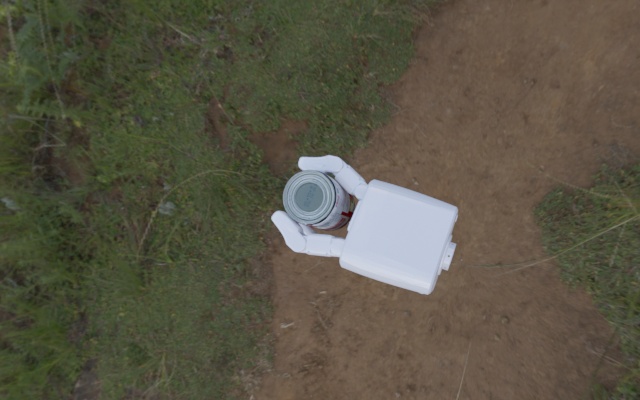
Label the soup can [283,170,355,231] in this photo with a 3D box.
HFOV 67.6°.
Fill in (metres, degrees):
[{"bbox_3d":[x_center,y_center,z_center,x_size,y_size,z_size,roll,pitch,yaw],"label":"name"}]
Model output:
[{"bbox_3d":[0.000,0.002,0.607,0.068,0.068,0.102,0,-7,16],"label":"soup can"}]
